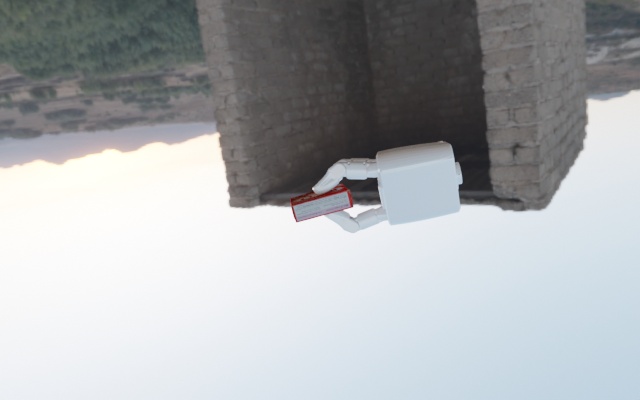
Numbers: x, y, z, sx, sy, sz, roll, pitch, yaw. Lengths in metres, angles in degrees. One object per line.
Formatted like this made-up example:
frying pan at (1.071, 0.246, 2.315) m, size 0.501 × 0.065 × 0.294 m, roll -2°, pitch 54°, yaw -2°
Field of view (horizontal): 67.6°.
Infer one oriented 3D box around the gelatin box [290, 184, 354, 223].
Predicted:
gelatin box at (0.000, 0.003, 0.718) m, size 0.089 × 0.030 × 0.073 m, roll -16°, pitch 10°, yaw -2°
